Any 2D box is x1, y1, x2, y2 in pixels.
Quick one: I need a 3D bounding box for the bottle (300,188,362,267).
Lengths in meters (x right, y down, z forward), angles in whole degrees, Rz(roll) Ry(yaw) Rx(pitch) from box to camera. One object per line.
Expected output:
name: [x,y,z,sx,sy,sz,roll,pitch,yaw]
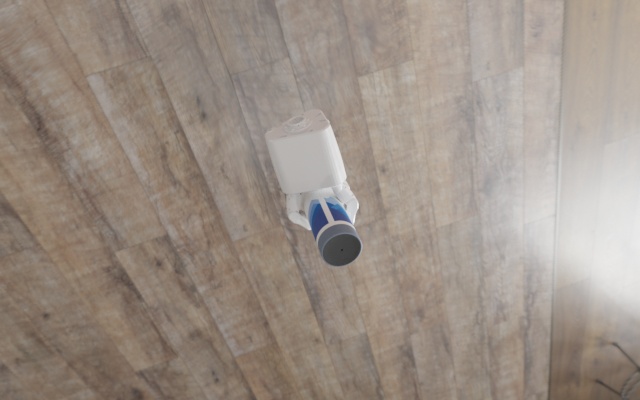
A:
bottle: [0.000,0.003,0.862,0.069,0.069,0.295,0,30,-15]
